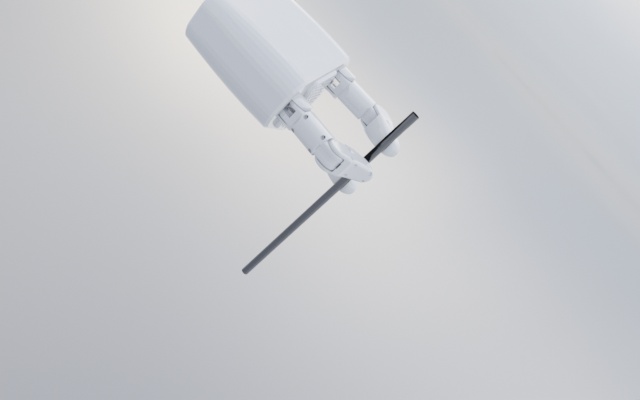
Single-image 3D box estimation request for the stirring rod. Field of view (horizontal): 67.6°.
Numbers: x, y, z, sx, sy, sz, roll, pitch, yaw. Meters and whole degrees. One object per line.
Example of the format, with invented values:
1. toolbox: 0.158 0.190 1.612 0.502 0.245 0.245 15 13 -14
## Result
1. stirring rod: 0.000 0.001 0.452 0.239 0.011 0.011 -43 -22 26
